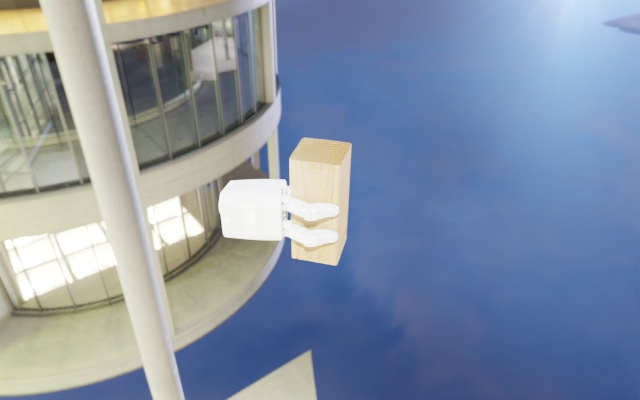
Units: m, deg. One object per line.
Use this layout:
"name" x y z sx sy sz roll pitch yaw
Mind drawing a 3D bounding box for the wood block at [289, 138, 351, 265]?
"wood block" 0.000 0.003 0.858 0.090 0.206 0.090 8 34 11
